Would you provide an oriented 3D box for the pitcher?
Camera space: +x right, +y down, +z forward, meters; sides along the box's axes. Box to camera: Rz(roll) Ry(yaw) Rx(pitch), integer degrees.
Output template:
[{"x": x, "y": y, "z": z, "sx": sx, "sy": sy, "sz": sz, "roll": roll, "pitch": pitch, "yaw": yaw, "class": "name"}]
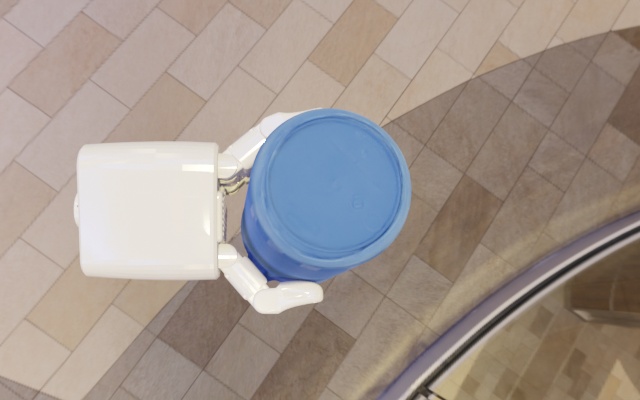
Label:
[{"x": 0.000, "y": 0.001, "z": 0.423, "sx": 0.145, "sy": 0.149, "sz": 0.243, "roll": 1, "pitch": -10, "yaw": -8, "class": "pitcher"}]
